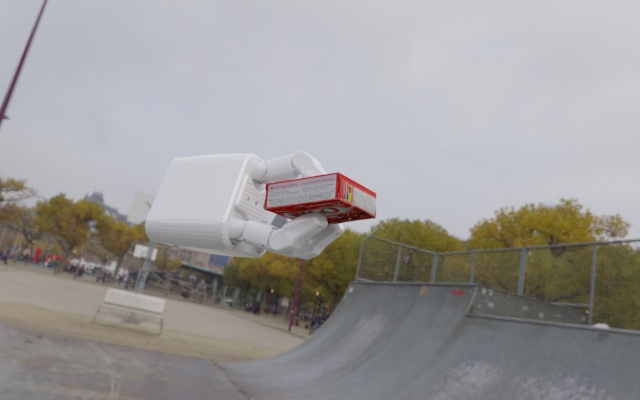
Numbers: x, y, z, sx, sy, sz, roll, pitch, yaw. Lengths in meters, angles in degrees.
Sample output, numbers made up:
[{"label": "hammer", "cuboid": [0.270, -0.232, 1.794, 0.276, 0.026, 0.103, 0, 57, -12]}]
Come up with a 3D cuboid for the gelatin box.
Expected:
[{"label": "gelatin box", "cuboid": [0.000, 0.001, 0.474, 0.089, 0.030, 0.073, -8, -20, 33]}]
